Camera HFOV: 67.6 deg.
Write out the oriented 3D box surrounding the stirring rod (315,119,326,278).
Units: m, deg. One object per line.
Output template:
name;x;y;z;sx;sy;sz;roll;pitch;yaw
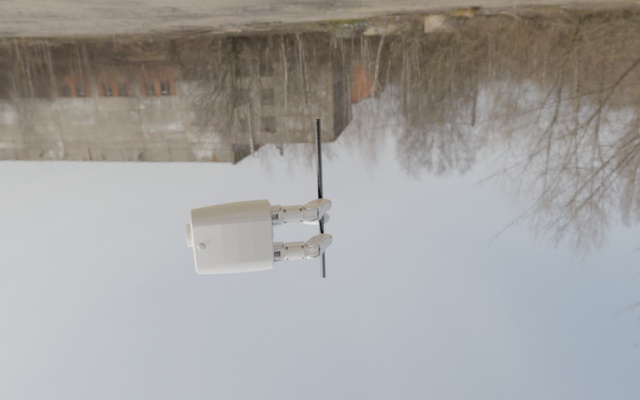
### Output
stirring rod;0.000;0.002;0.698;0.011;0.239;0.011;-2;17;1
